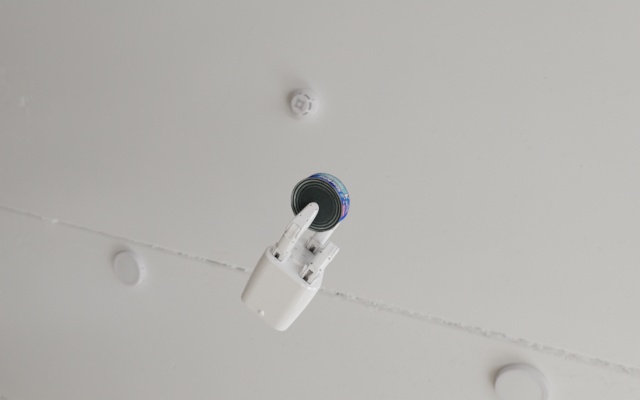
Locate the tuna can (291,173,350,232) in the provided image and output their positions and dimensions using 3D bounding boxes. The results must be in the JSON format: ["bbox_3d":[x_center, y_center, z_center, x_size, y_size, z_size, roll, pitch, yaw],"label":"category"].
[{"bbox_3d":[0.000,0.002,0.719,0.086,0.086,0.033,0,18,28],"label":"tuna can"}]
